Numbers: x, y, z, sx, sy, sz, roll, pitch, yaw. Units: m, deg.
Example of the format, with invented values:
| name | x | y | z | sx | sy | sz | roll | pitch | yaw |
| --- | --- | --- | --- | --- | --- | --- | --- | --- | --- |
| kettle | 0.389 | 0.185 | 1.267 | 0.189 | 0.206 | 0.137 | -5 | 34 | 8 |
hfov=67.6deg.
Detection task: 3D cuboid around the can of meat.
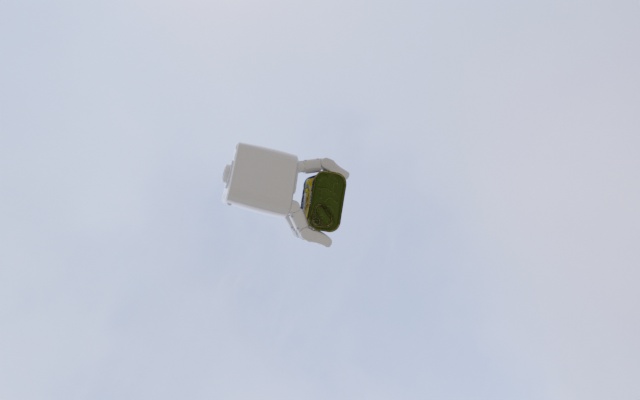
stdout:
| name | x | y | z | sx | sy | sz | roll | pitch | yaw |
| --- | --- | --- | --- | --- | --- | --- | --- | --- | --- |
| can of meat | 0.000 | 0.003 | 0.836 | 0.057 | 0.102 | 0.084 | 10 | -5 | -16 |
